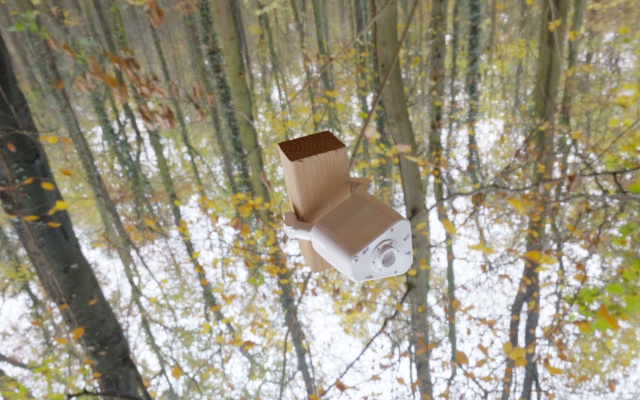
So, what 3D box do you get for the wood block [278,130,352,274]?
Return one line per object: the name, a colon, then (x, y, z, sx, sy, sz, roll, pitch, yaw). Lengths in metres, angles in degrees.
wood block: (0.000, 0.003, 0.784, 0.091, 0.206, 0.090, -16, 29, -12)
